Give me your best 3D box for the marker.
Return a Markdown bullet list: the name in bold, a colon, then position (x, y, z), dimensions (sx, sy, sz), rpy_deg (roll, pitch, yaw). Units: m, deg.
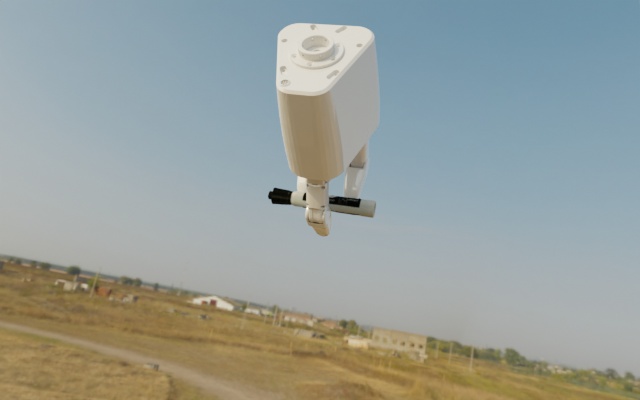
- **marker**: position (0.000, 0.002, 0.527), dimensions (0.121, 0.020, 0.020), rpy_deg (8, 2, 13)
